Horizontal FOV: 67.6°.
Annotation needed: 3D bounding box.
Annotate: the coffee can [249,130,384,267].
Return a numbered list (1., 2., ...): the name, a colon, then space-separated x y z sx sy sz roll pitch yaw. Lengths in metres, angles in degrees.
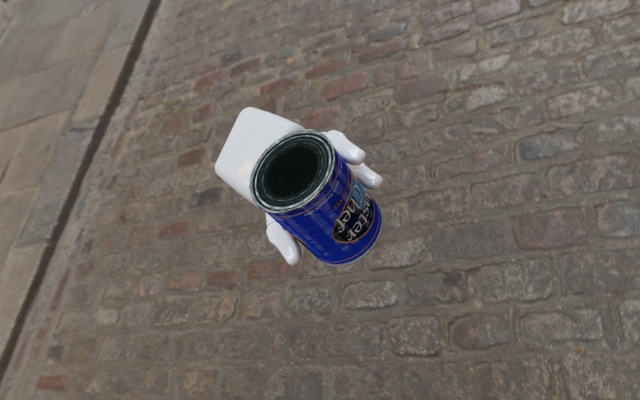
1. coffee can: 0.000 0.002 0.546 0.103 0.102 0.140 0 -29 31
